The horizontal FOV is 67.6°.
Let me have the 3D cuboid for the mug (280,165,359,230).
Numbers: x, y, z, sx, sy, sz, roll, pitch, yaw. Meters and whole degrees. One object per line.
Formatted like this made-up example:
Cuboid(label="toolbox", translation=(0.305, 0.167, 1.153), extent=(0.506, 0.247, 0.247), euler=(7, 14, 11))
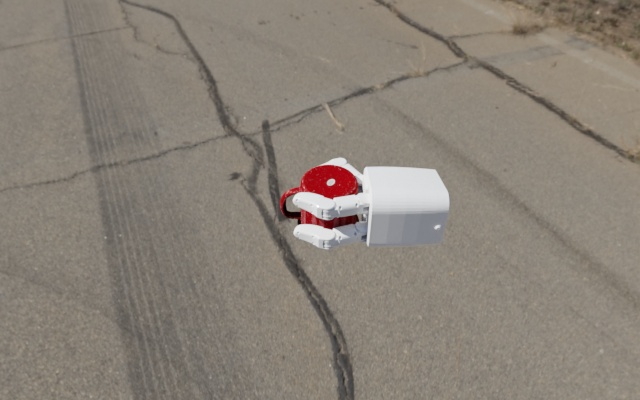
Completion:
Cuboid(label="mug", translation=(-0.001, 0.002, 0.693), extent=(0.117, 0.082, 0.093), euler=(0, 42, -1))
